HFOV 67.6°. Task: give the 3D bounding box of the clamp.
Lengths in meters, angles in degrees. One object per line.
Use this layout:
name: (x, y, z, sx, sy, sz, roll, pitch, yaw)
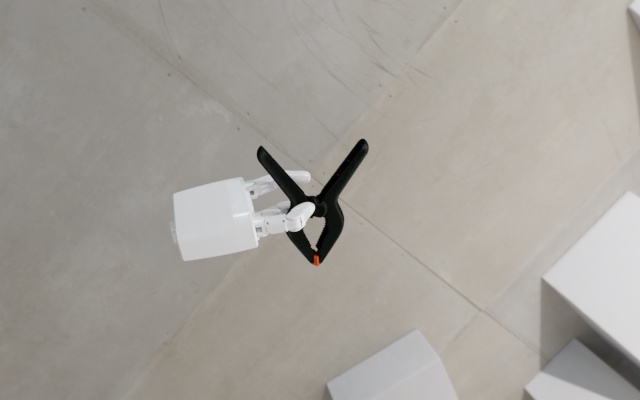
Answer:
clamp: (0.000, 0.003, 0.730, 0.164, 0.210, 0.036, -11, 26, -7)
